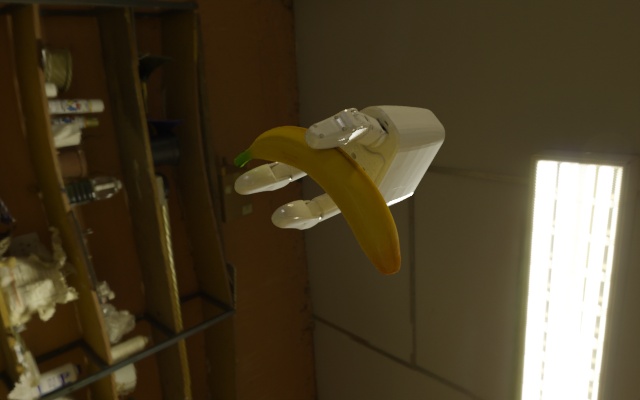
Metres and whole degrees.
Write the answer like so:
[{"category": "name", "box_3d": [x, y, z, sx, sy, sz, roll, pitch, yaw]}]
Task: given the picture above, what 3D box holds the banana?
[{"category": "banana", "box_3d": [0.004, -0.016, 0.426, 0.197, 0.070, 0.037, 36, 25, 29]}]
